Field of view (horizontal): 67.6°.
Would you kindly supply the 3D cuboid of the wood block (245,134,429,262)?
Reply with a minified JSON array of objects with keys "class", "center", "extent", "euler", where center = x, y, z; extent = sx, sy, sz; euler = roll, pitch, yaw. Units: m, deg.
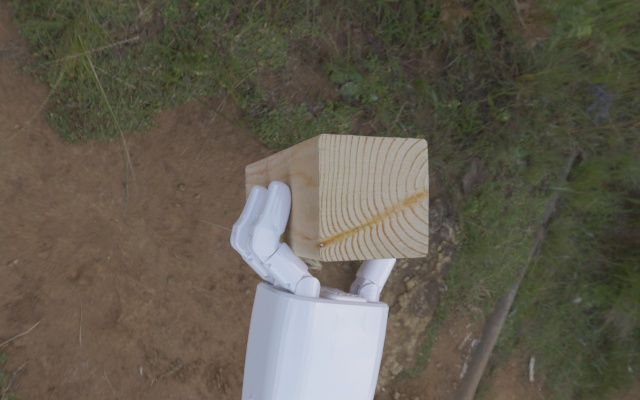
[{"class":"wood block","center":[0.000,0.002,0.433],"extent":[0.091,0.090,0.206],"euler":[0,-2,-23]}]
